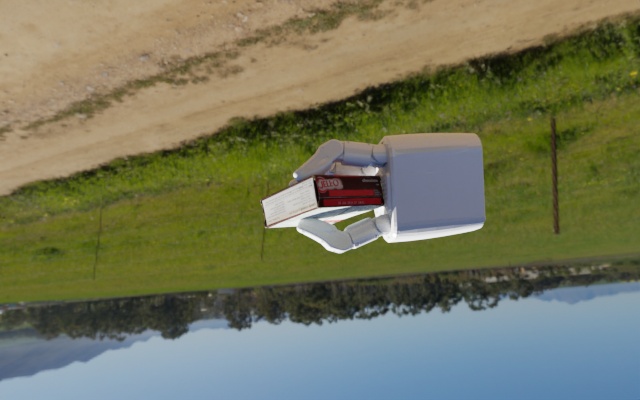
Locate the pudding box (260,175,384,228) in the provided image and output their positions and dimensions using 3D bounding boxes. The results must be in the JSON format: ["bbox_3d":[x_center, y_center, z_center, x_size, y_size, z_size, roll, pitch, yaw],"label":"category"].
[{"bbox_3d":[0.000,0.002,0.527,0.090,0.039,0.113,0,-15,-36],"label":"pudding box"}]
